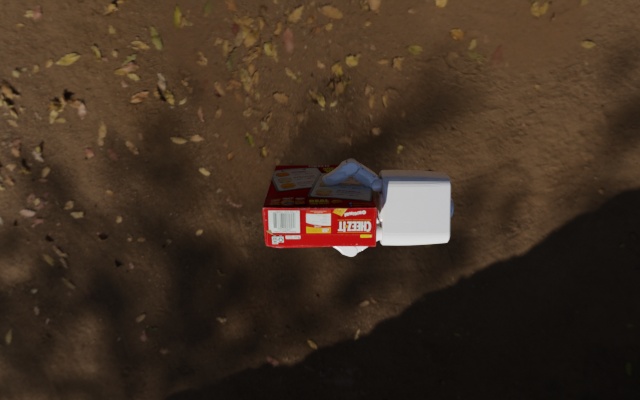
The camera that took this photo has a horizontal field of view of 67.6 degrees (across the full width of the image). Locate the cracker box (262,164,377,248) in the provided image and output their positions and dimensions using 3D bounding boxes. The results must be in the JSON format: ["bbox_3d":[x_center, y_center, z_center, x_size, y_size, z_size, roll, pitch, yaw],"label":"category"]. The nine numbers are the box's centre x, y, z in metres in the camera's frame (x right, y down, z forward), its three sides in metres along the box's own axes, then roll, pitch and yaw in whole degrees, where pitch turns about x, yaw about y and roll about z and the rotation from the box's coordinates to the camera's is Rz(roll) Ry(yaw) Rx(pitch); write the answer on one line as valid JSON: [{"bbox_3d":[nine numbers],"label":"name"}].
[{"bbox_3d":[0.000,0.003,0.777,0.164,0.072,0.213,-1,20,0],"label":"cracker box"}]
